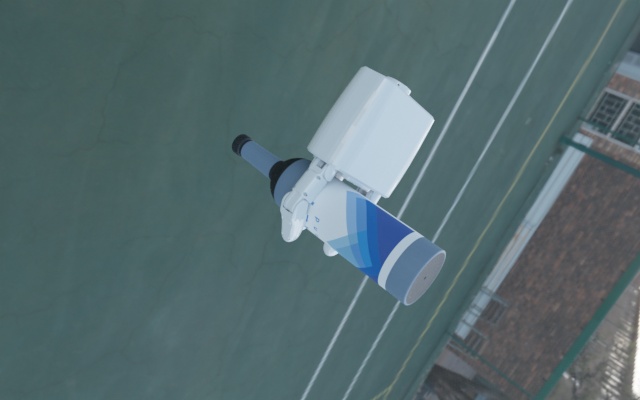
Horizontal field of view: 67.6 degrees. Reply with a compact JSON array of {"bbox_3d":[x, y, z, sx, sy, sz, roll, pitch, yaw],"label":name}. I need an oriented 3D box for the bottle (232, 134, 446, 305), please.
[{"bbox_3d":[0.000,0.002,0.543,0.295,0.069,0.069,36,19,29],"label":"bottle"}]
